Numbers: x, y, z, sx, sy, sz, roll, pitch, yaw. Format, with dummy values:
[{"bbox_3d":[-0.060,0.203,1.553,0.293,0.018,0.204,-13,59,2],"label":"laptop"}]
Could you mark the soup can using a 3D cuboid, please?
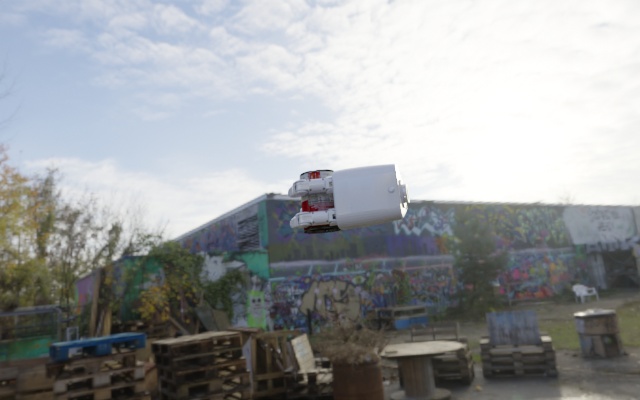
[{"bbox_3d":[0.000,0.003,0.832,0.068,0.102,0.068,-5,-10,-1],"label":"soup can"}]
